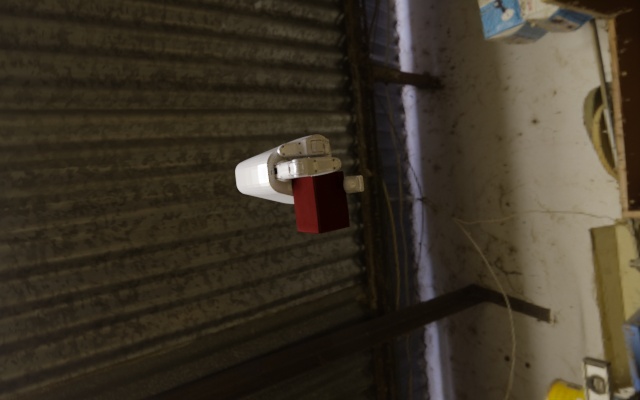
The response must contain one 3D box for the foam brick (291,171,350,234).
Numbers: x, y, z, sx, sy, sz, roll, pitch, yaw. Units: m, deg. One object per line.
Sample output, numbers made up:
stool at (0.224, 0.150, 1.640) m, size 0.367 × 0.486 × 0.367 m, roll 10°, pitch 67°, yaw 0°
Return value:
foam brick at (0.000, 0.002, 0.636) m, size 0.053 × 0.078 × 0.051 m, roll -7°, pitch 2°, yaw -38°
